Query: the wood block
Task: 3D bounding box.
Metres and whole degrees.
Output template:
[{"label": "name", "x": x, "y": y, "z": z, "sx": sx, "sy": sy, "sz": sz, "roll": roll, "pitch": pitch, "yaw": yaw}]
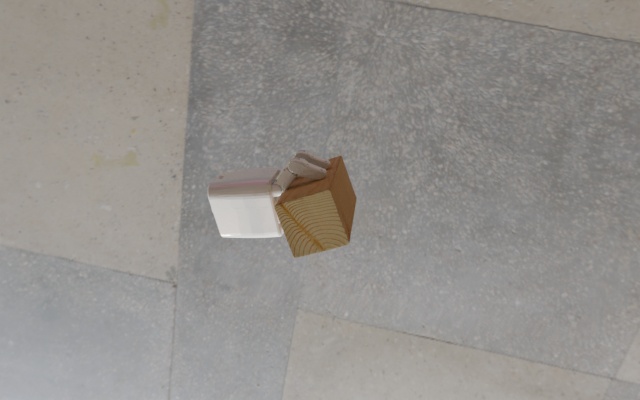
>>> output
[{"label": "wood block", "x": 0.000, "y": 0.003, "z": 0.787, "sx": 0.090, "sy": 0.091, "sz": 0.206, "roll": -16, "pitch": 16, "yaw": 13}]
